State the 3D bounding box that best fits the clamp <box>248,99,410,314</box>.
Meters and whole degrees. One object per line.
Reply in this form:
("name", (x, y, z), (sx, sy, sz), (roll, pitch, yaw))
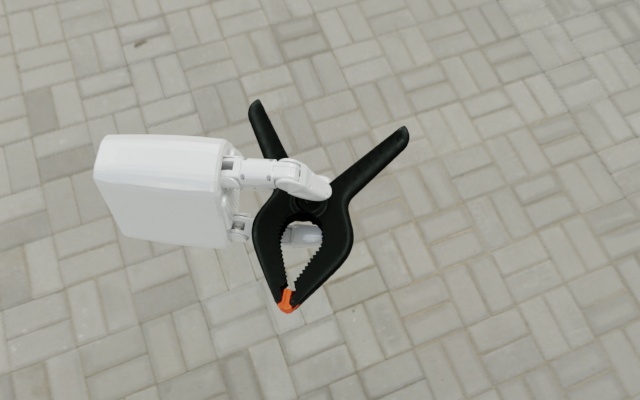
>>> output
("clamp", (0.000, 0.002, 0.452), (0.164, 0.210, 0.036), (4, -21, 3))
